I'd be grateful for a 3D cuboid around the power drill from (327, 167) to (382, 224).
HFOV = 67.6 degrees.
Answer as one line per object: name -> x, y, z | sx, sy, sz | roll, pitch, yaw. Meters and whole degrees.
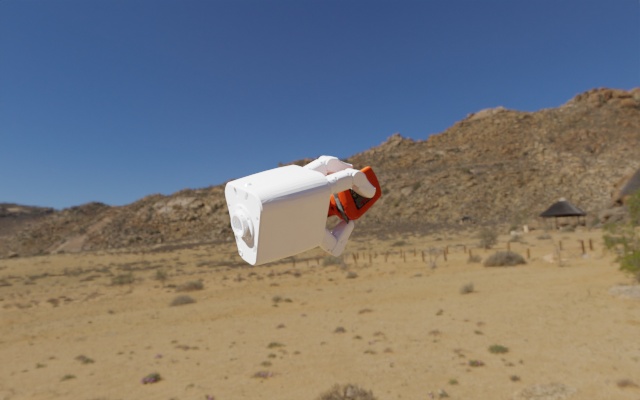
power drill -> 0.000, 0.002, 0.765 | 0.188, 0.057, 0.184 | -18, 14, 37
